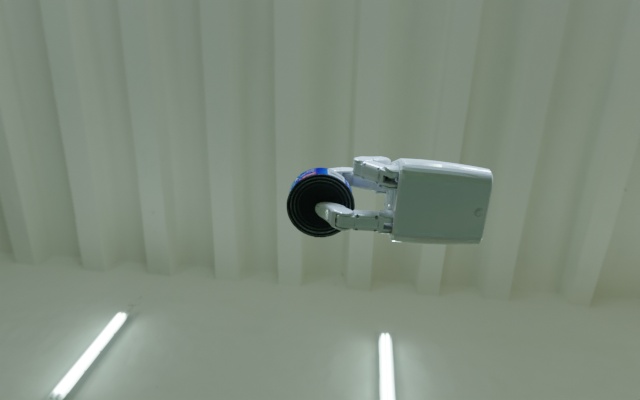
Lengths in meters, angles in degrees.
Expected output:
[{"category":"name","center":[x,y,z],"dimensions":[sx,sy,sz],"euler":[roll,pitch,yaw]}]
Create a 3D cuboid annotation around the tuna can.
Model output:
[{"category":"tuna can","center":[0.000,0.002,0.613],"dimensions":[0.086,0.086,0.033],"euler":[0,21,0]}]
